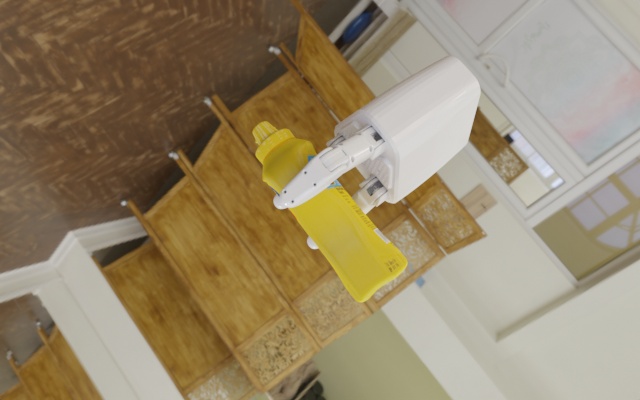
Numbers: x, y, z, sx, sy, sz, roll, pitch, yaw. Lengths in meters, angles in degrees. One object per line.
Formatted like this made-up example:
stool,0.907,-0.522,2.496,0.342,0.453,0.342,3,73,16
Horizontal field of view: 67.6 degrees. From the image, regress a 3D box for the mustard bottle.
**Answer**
mustard bottle,0.000,0.002,0.446,0.058,0.191,0.096,-40,-10,10
